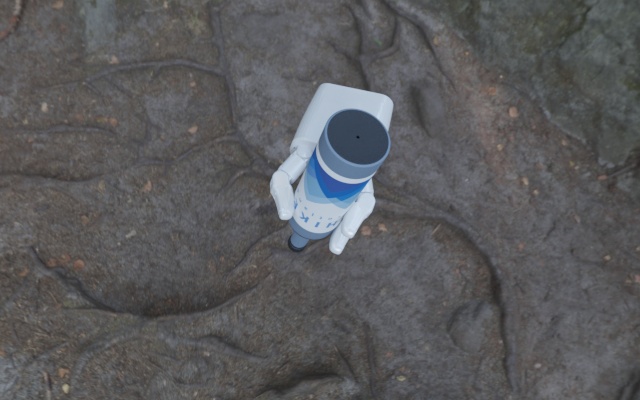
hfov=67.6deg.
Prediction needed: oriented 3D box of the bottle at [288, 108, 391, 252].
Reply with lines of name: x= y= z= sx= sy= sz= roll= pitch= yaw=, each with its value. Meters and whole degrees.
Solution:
bottle: x=0.000 y=0.002 z=0.583 sx=0.069 sy=0.069 sz=0.296 roll=0 pitch=-25 yaw=-16
